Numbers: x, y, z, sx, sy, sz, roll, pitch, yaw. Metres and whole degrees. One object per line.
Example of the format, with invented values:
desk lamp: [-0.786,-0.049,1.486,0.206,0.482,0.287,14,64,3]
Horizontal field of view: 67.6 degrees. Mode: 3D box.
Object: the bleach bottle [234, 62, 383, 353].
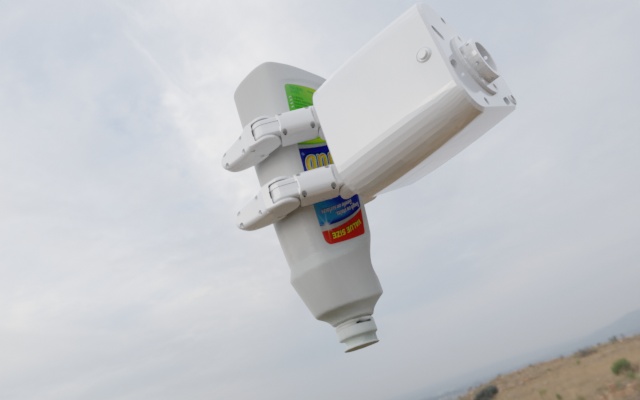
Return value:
bleach bottle: [0.000,0.001,0.413,0.102,0.250,0.068,7,-34,-46]
